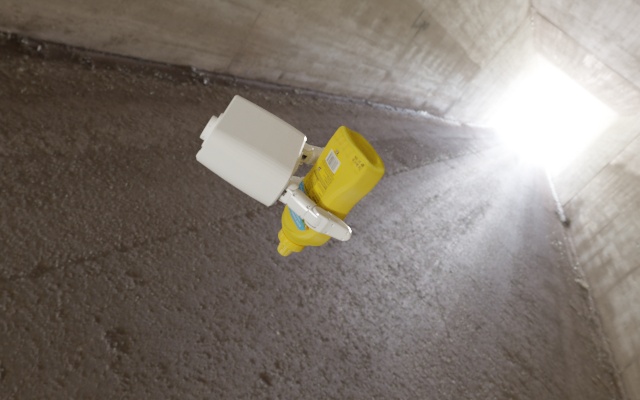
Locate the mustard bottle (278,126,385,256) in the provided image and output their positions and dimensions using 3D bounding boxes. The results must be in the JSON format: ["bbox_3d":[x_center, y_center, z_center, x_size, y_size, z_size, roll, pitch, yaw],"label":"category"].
[{"bbox_3d":[0.001,0.002,0.630,0.058,0.192,0.096,20,29,-37],"label":"mustard bottle"}]
